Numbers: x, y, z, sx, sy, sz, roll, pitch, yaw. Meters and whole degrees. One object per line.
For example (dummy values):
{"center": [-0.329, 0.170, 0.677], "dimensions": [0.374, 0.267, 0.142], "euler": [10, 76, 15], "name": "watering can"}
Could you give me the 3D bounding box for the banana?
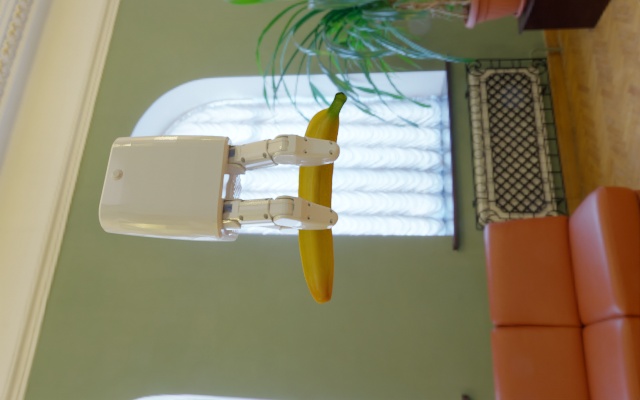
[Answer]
{"center": [-0.003, -0.003, 0.470], "dimensions": [0.037, 0.198, 0.069], "euler": [3, 2, -9], "name": "banana"}
